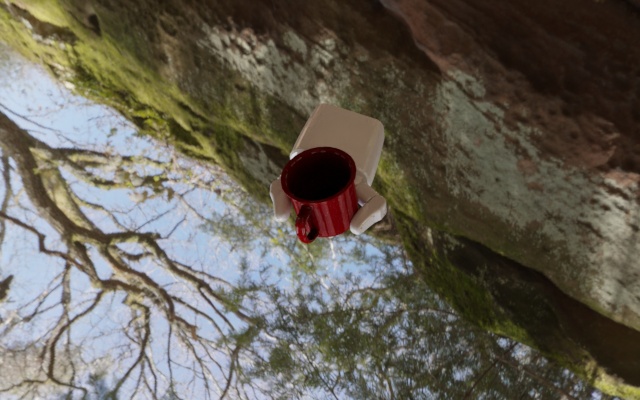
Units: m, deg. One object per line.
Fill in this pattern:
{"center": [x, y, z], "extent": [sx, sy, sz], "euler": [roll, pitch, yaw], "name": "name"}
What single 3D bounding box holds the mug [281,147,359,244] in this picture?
{"center": [0.000, 0.003, 0.596], "extent": [0.093, 0.117, 0.082], "euler": [9, -37, 20], "name": "mug"}
